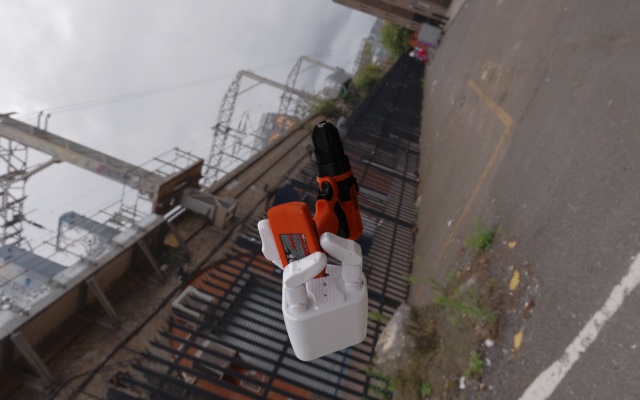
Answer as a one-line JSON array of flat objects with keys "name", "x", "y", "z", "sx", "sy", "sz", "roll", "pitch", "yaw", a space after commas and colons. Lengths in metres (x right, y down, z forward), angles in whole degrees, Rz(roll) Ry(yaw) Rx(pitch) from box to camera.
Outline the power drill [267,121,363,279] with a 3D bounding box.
[{"name": "power drill", "x": 0.000, "y": 0.003, "z": 0.641, "sx": 0.057, "sy": 0.184, "sz": 0.187, "roll": -6, "pitch": 22, "yaw": 27}]
